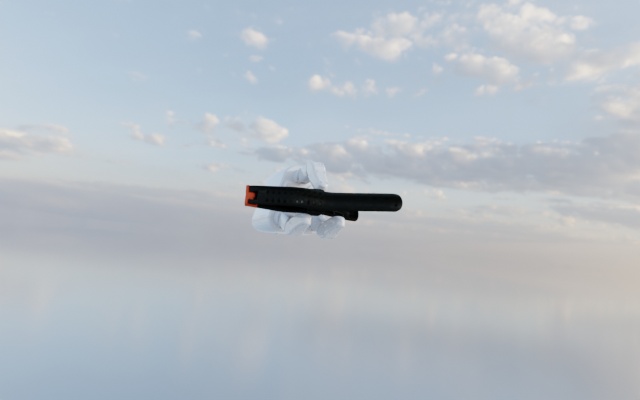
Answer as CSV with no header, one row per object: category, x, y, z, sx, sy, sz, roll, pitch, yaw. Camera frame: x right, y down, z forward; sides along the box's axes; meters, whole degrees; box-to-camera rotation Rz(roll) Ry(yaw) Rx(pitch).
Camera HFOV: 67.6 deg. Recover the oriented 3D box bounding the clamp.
clamp,0.000,0.001,0.682,0.210,0.036,0.164,8,-11,-25
